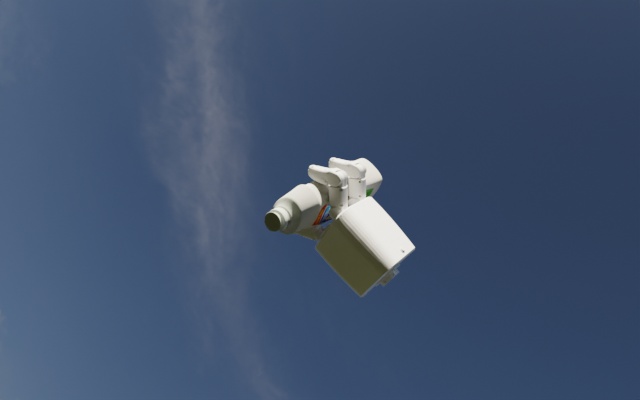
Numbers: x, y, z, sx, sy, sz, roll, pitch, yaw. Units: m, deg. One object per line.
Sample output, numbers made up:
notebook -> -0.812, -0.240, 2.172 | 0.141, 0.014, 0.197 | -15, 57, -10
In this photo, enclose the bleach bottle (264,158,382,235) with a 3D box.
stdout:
bleach bottle -> 0.000, 0.002, 0.746 | 0.250, 0.068, 0.103 | -25, -21, -52
